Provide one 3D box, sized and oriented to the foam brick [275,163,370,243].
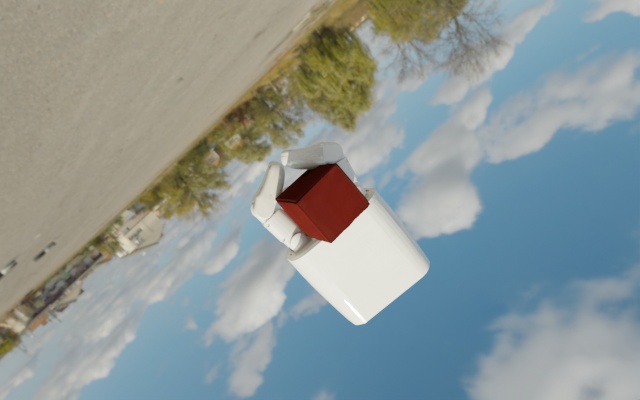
[{"bbox_3d":[0.000,0.001,0.451,0.053,0.051,0.078,-43,14,-12],"label":"foam brick"}]
